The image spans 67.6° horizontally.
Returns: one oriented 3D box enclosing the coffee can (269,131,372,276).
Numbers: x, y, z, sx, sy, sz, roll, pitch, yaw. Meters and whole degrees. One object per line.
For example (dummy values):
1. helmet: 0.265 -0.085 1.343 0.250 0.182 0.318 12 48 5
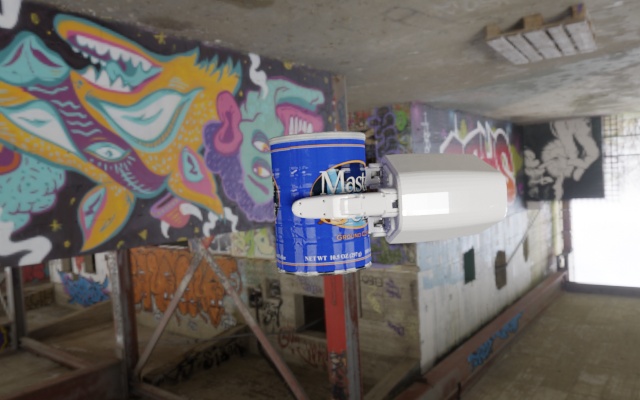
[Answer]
1. coffee can: 0.000 0.002 0.513 0.103 0.140 0.103 -3 2 0
